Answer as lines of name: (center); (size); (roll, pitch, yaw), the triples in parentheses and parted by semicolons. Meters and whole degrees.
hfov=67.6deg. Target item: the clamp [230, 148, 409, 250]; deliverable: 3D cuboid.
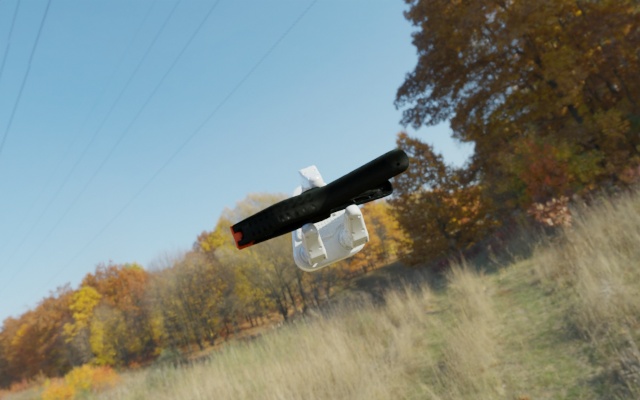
clamp: (-0.001, 0.001, 0.534); (0.210, 0.036, 0.164); (-21, -10, -8)
